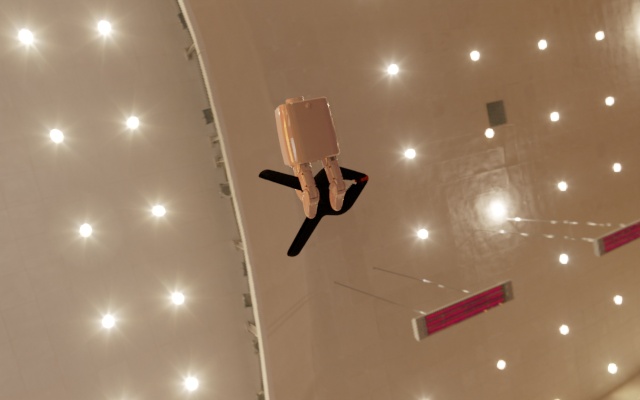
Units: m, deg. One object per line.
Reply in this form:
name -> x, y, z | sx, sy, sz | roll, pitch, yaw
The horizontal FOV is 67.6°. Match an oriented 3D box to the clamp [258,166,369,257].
clamp -> 0.000, 0.003, 0.887 | 0.210, 0.164, 0.036 | -16, 9, -25
